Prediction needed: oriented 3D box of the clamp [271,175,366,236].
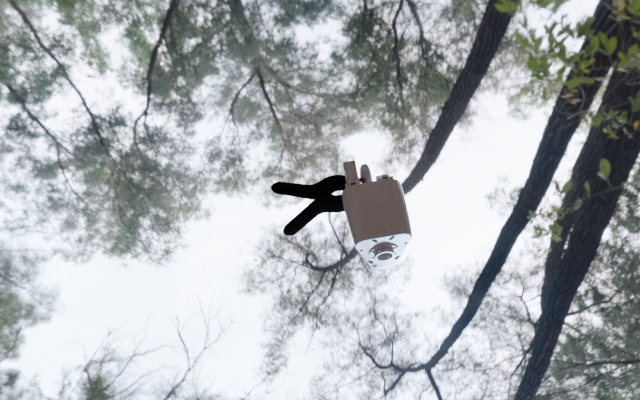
[{"bbox_3d":[0.000,0.003,0.837,0.171,0.120,0.039,-10,-35,2],"label":"clamp"}]
